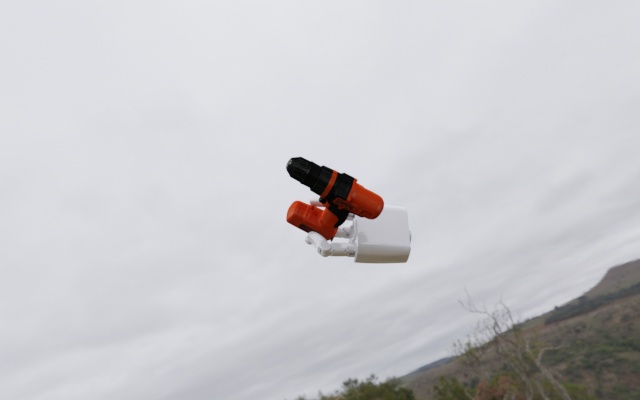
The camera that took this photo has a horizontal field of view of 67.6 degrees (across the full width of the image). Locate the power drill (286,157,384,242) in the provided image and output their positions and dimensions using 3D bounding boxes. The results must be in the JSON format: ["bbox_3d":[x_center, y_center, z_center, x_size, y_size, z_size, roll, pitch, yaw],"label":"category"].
[{"bbox_3d":[0.000,0.003,0.877,0.184,0.057,0.188,28,-28,-10],"label":"power drill"}]
